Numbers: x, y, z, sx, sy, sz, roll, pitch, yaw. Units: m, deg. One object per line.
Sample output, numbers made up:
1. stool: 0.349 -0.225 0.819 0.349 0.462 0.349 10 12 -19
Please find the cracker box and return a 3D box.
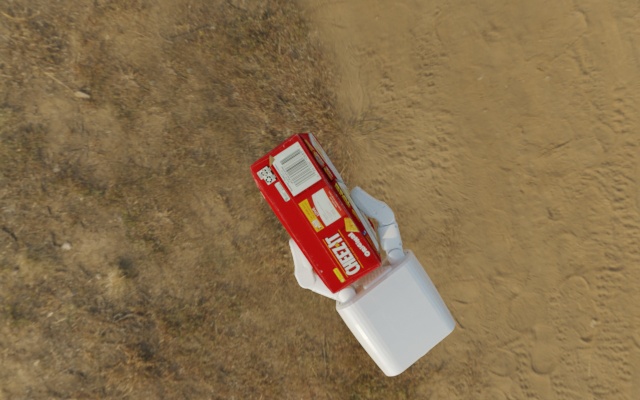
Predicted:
1. cracker box: 0.000 0.002 0.592 0.072 0.164 0.213 -33 5 7
